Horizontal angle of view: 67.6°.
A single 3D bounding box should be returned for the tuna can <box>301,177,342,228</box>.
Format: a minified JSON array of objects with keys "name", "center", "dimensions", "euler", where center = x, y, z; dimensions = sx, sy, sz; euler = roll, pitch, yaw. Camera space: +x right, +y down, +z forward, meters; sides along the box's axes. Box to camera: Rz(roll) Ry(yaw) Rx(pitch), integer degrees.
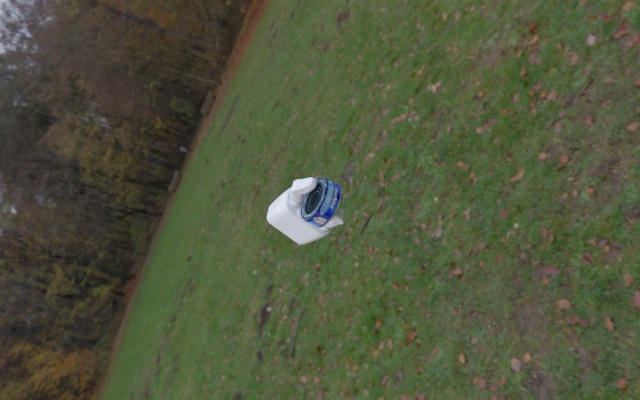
[{"name":"tuna can","center":[0.000,0.003,0.845],"dimensions":[0.034,0.086,0.086],"euler":[25,-10,-23]}]
